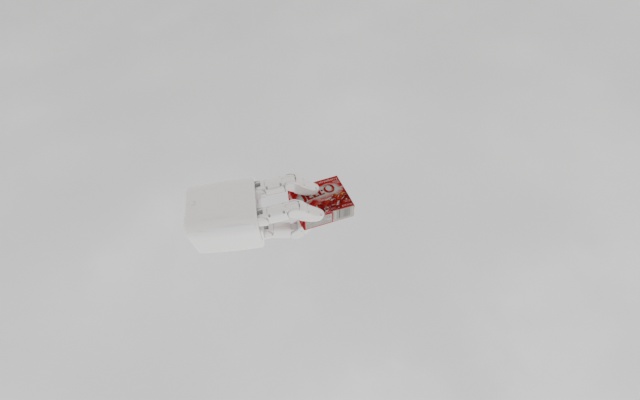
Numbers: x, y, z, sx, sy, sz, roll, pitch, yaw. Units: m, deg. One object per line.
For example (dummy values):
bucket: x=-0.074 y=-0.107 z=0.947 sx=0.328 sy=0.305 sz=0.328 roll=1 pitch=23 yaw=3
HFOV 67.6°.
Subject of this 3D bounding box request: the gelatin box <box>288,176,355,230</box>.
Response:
gelatin box: x=0.000 y=0.003 z=0.768 sx=0.089 sy=0.030 sz=0.073 roll=-15 pitch=48 yaw=-15
